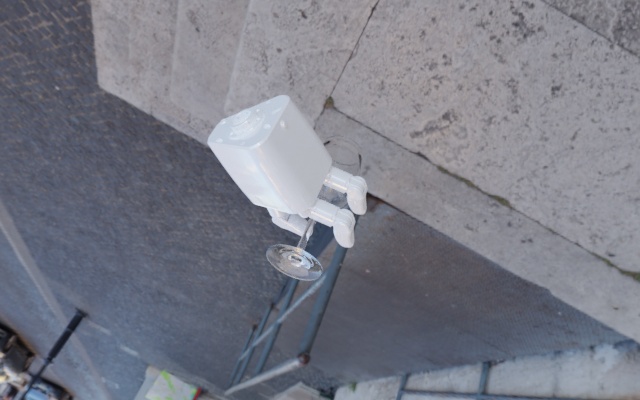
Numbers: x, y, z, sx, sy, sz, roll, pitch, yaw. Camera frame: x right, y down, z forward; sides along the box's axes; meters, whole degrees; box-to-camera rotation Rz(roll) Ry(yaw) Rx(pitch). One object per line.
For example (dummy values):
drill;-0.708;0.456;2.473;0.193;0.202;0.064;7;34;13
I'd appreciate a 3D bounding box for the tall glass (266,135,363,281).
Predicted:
tall glass;0.000;0.003;0.640;0.079;0.201;0.079;15;-36;11
